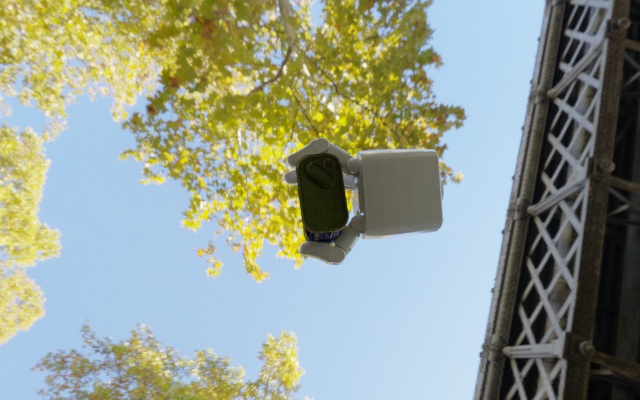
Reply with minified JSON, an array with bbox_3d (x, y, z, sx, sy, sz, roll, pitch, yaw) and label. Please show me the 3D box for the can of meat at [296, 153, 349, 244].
[{"bbox_3d":[0.000,0.002,0.620,0.057,0.102,0.084,-7,-17,-5],"label":"can of meat"}]
